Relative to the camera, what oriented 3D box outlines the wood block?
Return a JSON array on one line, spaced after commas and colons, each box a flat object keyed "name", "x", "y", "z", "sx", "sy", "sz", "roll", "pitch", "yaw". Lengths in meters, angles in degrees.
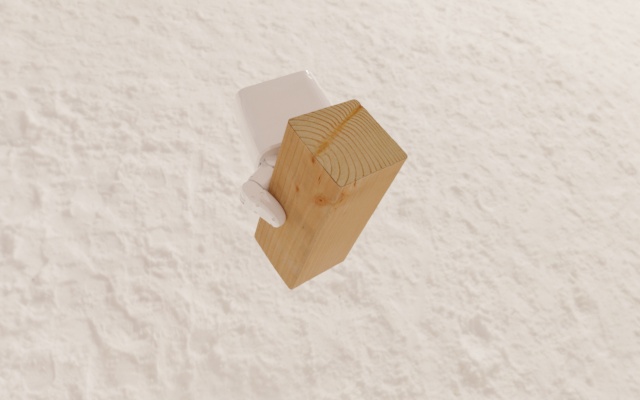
[{"name": "wood block", "x": 0.000, "y": 0.001, "z": 0.533, "sx": 0.091, "sy": 0.090, "sz": 0.206, "roll": -23, "pitch": -26, "yaw": -31}]
